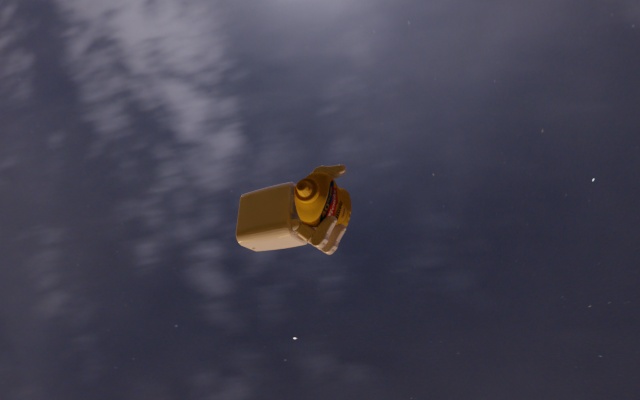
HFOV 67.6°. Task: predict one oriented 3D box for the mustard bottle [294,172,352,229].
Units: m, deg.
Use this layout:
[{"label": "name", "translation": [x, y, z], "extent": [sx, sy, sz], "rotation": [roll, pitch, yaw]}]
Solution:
[{"label": "mustard bottle", "translation": [0.001, 0.003, 0.841], "extent": [0.058, 0.096, 0.192], "rotation": [14, -11, 23]}]
